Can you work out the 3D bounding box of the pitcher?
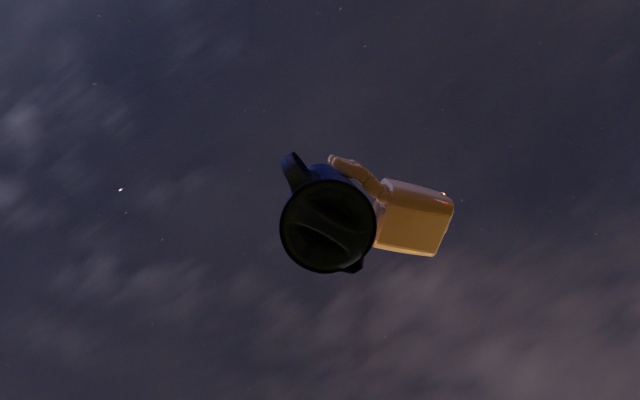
[{"bbox_3d":[0.000,0.003,0.751,0.145,0.149,0.242,10,12,-5],"label":"pitcher"}]
